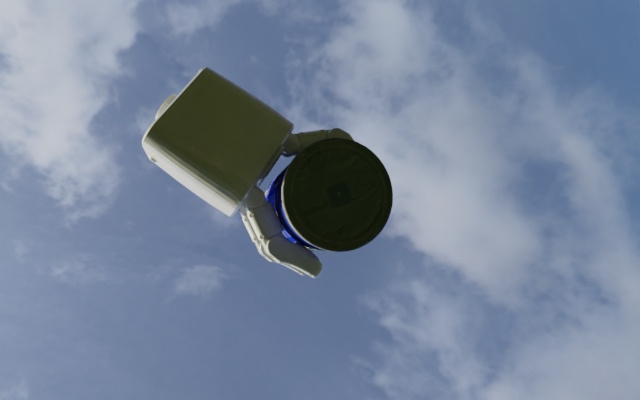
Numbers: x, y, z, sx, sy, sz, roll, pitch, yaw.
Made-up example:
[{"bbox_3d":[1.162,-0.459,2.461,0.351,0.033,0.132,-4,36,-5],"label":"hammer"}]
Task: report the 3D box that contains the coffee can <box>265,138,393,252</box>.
[{"bbox_3d":[0.000,0.002,0.490,0.103,0.103,0.140,0,-6,-14],"label":"coffee can"}]
